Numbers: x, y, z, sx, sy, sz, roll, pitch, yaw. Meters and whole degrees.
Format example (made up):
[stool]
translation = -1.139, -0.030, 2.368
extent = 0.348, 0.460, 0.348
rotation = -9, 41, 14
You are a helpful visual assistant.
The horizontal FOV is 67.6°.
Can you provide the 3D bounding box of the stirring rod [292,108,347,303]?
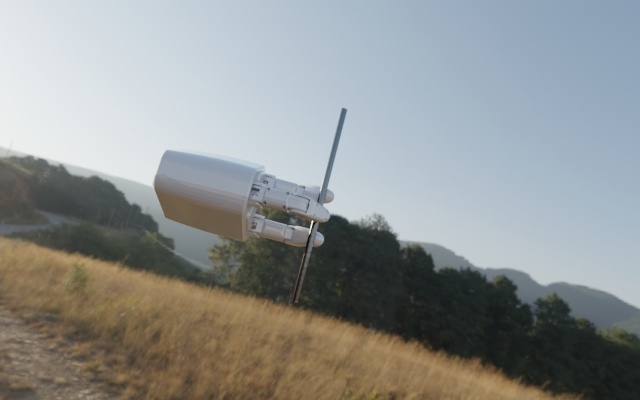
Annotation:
[stirring rod]
translation = 0.000, 0.002, 0.568
extent = 0.011, 0.239, 0.011
rotation = 14, -10, 3
